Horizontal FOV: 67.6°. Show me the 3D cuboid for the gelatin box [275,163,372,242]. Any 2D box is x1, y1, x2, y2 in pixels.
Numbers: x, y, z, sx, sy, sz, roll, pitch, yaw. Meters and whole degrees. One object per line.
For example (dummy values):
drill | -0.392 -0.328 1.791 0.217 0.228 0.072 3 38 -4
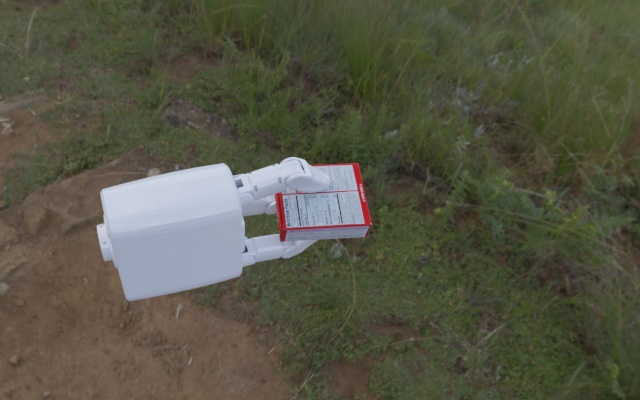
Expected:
gelatin box | 0.000 0.001 0.475 0.089 0.073 0.030 -3 -31 -11
